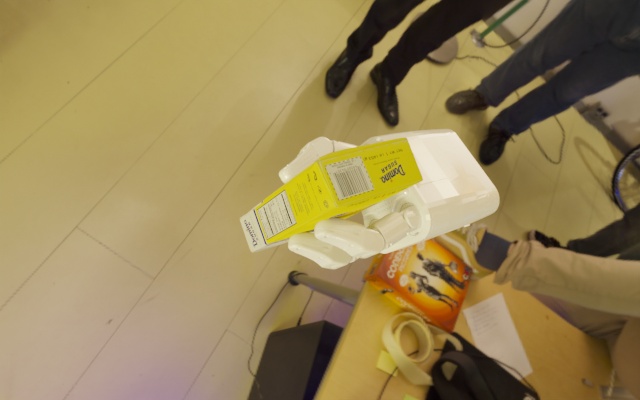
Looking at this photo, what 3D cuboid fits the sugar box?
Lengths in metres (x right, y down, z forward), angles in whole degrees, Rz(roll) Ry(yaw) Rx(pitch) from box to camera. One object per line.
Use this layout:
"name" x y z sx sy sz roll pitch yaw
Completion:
"sugar box" 0.000 0.002 0.439 0.093 0.048 0.176 -16 -11 -32
